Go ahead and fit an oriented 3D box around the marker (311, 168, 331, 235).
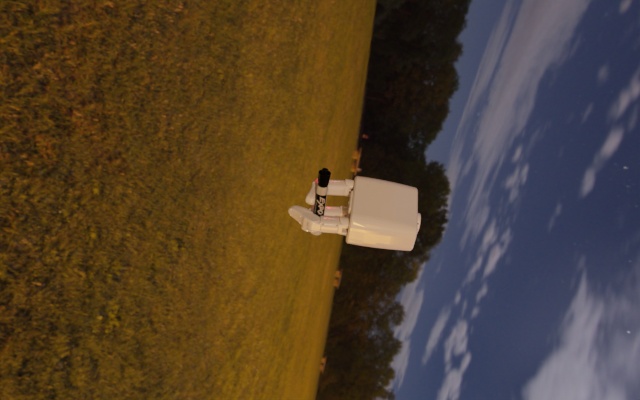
[{"bbox_3d":[0.000,0.002,0.742,0.020,0.121,0.020,6,35,-4],"label":"marker"}]
